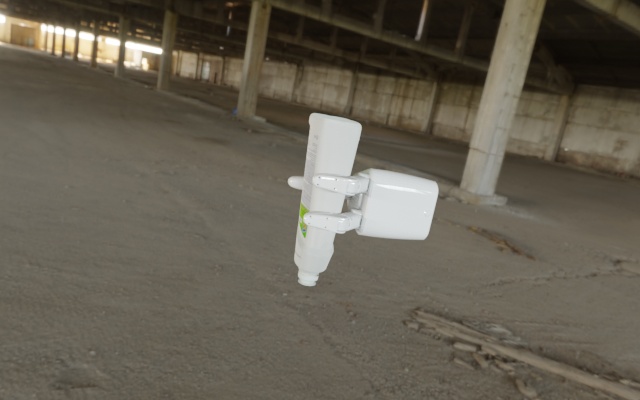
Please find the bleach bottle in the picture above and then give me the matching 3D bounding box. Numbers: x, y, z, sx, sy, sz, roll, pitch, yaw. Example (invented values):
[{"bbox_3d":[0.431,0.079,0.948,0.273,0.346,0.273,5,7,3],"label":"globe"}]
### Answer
[{"bbox_3d":[0.000,0.002,0.710,0.068,0.251,0.102,8,13,-13],"label":"bleach bottle"}]
